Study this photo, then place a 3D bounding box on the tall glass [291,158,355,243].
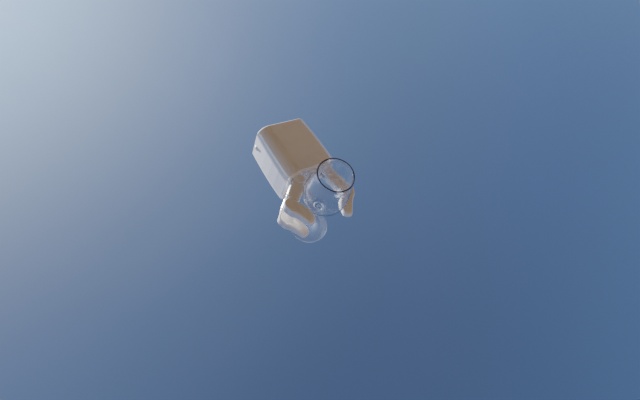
[{"bbox_3d":[0.000,0.003,0.827,0.079,0.079,0.201,0,-25,-16],"label":"tall glass"}]
